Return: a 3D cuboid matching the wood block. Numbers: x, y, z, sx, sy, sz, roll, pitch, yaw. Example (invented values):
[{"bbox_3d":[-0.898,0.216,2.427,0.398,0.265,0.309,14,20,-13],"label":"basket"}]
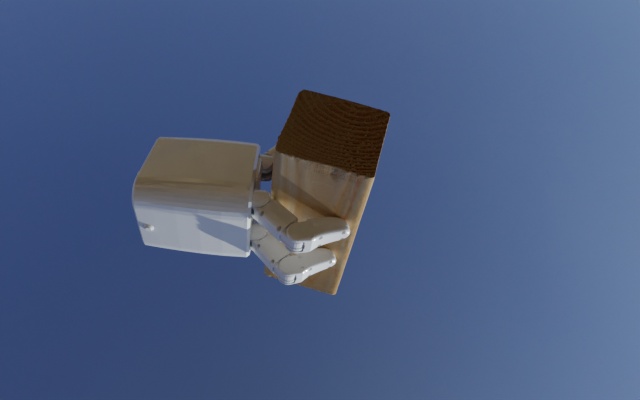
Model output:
[{"bbox_3d":[0.000,0.001,0.500,0.090,0.090,0.206,16,-39,3],"label":"wood block"}]
